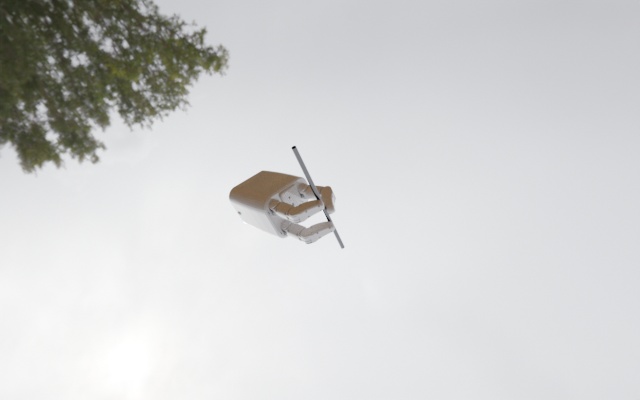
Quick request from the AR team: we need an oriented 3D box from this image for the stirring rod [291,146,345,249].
[{"bbox_3d":[0.000,0.003,0.802,0.011,0.011,0.240,0,-44,28],"label":"stirring rod"}]
